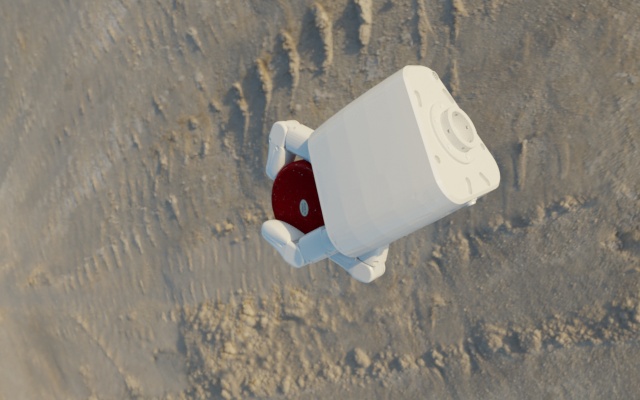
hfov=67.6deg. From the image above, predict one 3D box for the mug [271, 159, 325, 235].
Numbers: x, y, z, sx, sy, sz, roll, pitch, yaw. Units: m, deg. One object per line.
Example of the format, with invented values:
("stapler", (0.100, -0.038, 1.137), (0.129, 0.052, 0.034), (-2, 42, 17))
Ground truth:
("mug", (-0.001, 0.002, 0.462), (0.117, 0.093, 0.081), (-26, -6, 42))
